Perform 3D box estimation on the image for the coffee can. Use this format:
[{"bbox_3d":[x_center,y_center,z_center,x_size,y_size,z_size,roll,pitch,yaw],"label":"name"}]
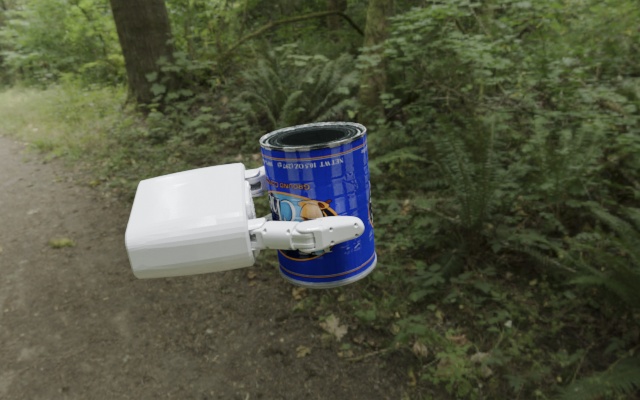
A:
[{"bbox_3d":[0.000,0.002,0.477,0.103,0.140,0.102,-6,20,2],"label":"coffee can"}]
